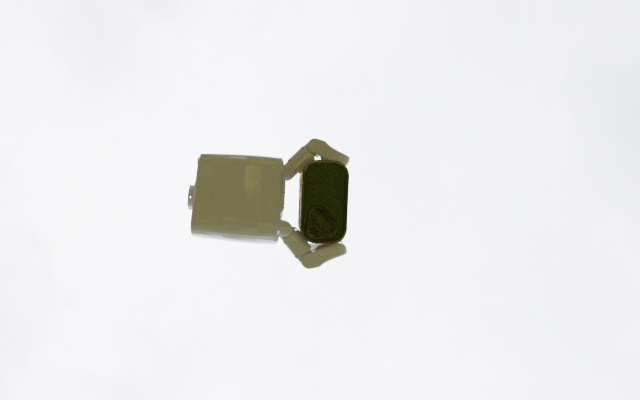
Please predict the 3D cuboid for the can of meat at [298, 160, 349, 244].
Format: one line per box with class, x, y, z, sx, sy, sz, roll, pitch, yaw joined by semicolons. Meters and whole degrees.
can of meat;0.000;0.002;0.617;0.057;0.102;0.084;2;-1;-8
